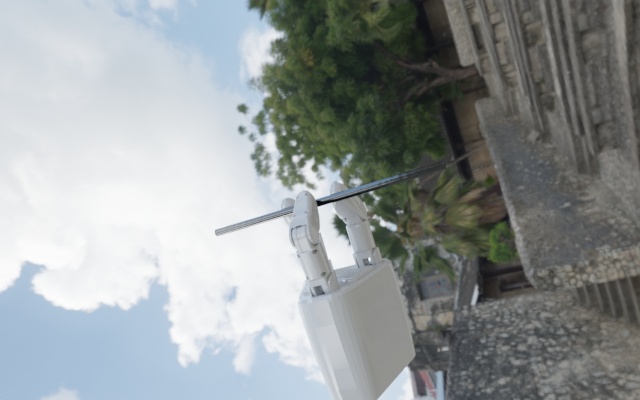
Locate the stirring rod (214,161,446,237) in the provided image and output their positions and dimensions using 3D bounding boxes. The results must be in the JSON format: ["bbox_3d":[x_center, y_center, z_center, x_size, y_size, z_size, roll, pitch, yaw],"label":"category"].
[{"bbox_3d":[0.000,0.002,0.457,0.239,0.011,0.011,-17,-6,20],"label":"stirring rod"}]
